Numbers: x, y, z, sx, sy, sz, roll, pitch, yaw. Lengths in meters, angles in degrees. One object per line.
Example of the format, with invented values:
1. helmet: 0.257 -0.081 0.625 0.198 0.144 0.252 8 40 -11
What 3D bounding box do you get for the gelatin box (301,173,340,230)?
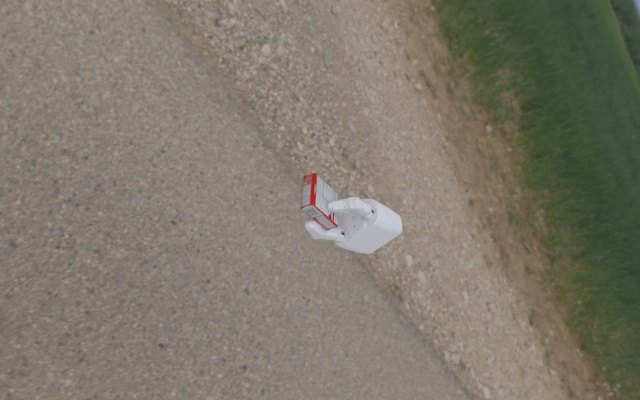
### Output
1. gelatin box: 0.000 0.003 0.885 0.030 0.073 0.089 -17 -39 28
